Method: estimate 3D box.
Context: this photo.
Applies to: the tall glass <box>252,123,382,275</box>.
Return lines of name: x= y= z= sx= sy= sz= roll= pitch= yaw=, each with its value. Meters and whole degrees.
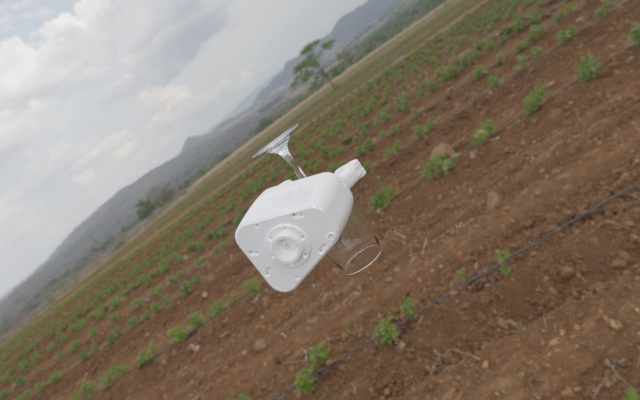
tall glass: x=0.000 y=0.001 z=0.630 sx=0.079 sy=0.201 sz=0.079 roll=-35 pitch=11 yaw=8
